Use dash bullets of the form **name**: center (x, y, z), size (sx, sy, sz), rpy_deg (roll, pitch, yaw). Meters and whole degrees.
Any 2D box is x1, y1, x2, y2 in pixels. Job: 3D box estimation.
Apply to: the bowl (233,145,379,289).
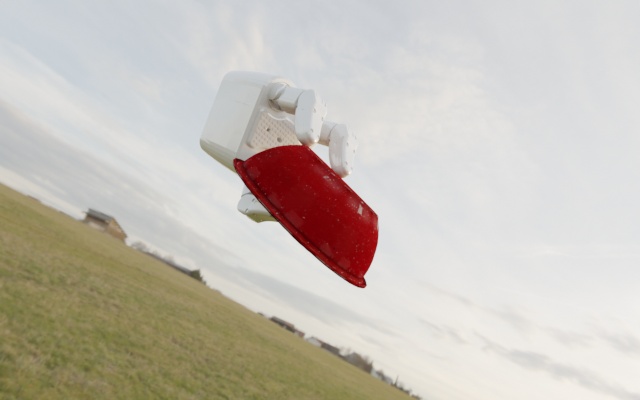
- **bowl**: center (0.001, 0.002, 0.423), size (0.162, 0.055, 0.162), rpy_deg (44, 5, -4)
